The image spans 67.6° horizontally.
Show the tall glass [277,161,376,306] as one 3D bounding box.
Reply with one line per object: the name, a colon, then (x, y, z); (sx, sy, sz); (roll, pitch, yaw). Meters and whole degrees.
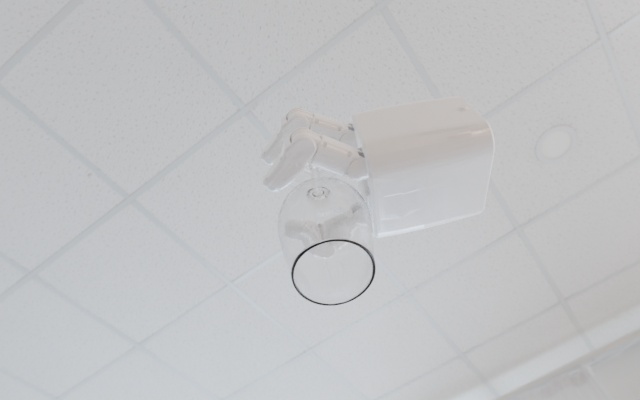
tall glass: (0.000, 0.001, 0.427); (0.079, 0.079, 0.201); (0, 31, -6)
